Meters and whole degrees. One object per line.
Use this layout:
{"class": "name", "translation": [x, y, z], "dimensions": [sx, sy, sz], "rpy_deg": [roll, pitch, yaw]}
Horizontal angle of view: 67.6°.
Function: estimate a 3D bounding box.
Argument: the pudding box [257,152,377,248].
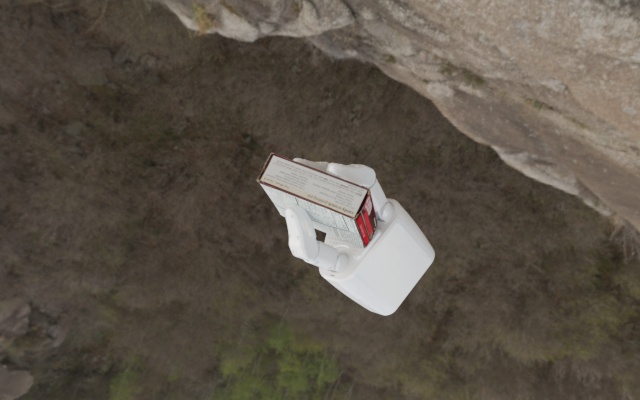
{"class": "pudding box", "translation": [0.000, 0.002, 0.496], "dimensions": [0.113, 0.039, 0.090], "rpy_deg": [20, -19, 19]}
